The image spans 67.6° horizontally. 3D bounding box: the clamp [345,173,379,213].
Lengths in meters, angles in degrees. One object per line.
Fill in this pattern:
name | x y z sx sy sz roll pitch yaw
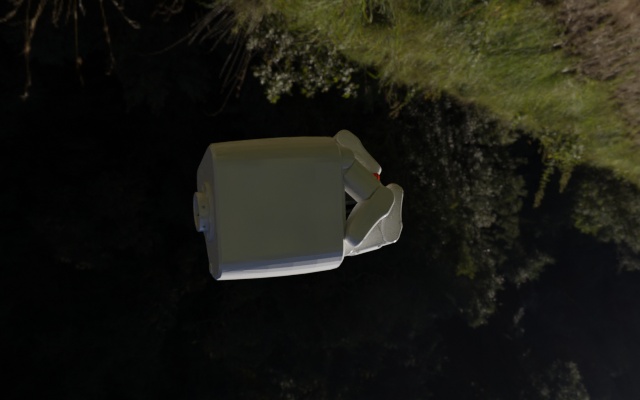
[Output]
clamp | 0.000 0.002 0.524 0.120 0.039 0.171 -6 -11 -23
